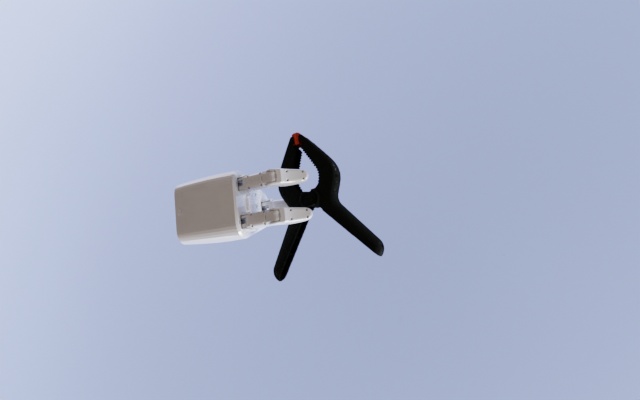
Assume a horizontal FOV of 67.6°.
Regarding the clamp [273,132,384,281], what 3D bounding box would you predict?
[{"bbox_3d":[0.000,0.002,0.683,0.164,0.210,0.036,-9,-9,17],"label":"clamp"}]
